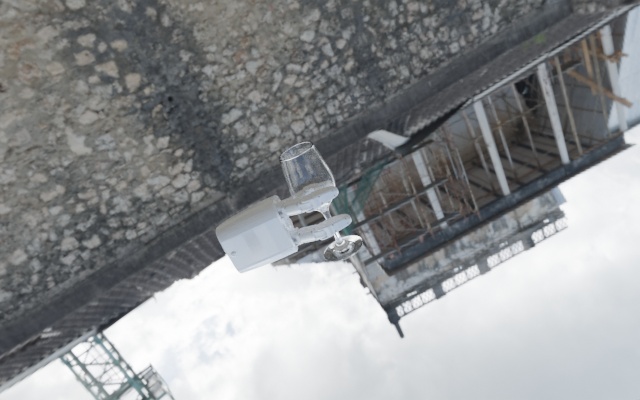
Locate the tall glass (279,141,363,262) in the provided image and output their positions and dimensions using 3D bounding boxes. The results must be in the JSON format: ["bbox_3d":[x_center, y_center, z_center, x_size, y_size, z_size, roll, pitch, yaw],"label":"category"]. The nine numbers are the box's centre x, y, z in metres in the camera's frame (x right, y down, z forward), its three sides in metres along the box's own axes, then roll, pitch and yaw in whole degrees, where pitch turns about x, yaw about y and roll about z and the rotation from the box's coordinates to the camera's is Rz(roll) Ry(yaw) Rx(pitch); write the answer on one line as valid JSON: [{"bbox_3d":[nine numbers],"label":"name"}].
[{"bbox_3d":[0.001,0.003,0.804,0.079,0.201,0.079,-21,23,10],"label":"tall glass"}]
